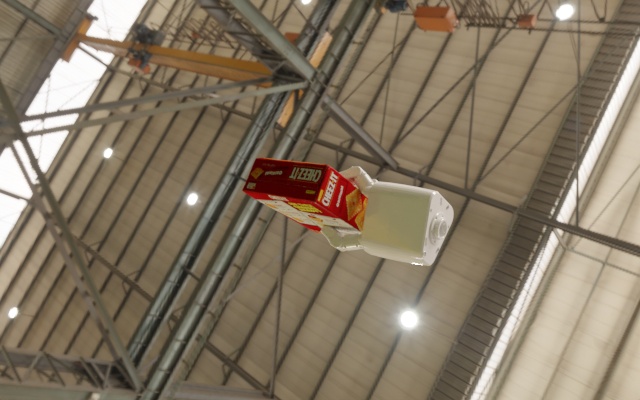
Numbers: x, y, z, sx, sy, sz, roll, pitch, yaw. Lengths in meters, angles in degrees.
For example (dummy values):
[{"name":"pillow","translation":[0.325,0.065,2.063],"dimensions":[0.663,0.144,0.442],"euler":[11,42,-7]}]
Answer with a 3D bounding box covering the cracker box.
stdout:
[{"name":"cracker box","translation":[0.000,0.003,0.826],"dimensions":[0.164,0.072,0.214],"euler":[8,-17,39]}]
